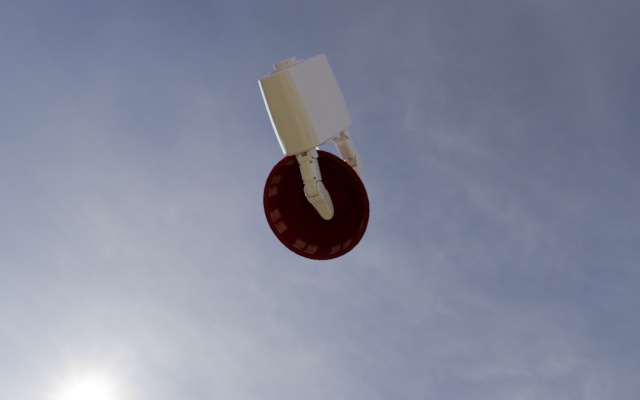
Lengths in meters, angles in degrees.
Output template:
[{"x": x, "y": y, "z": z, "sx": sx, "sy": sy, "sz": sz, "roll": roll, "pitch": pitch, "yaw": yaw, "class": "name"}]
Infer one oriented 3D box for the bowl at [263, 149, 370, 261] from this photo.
[{"x": 0.000, "y": 0.003, "z": 0.692, "sx": 0.162, "sy": 0.162, "sz": 0.055, "roll": 0, "pitch": 14, "yaw": 22, "class": "bowl"}]
